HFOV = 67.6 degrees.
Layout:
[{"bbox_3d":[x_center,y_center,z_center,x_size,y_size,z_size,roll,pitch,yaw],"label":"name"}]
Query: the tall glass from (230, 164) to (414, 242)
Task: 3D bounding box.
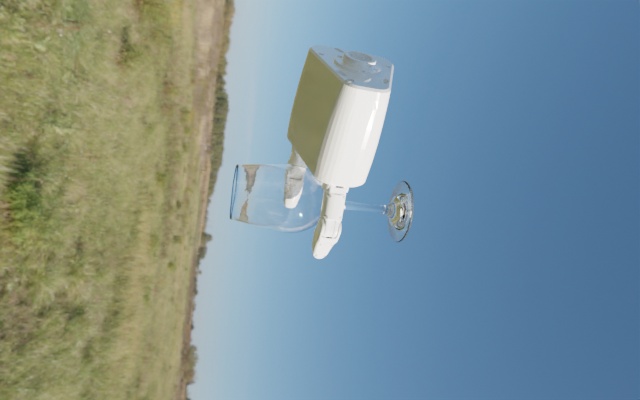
[{"bbox_3d":[0.001,0.002,0.549,0.201,0.079,0.079,6,-2,-13],"label":"tall glass"}]
